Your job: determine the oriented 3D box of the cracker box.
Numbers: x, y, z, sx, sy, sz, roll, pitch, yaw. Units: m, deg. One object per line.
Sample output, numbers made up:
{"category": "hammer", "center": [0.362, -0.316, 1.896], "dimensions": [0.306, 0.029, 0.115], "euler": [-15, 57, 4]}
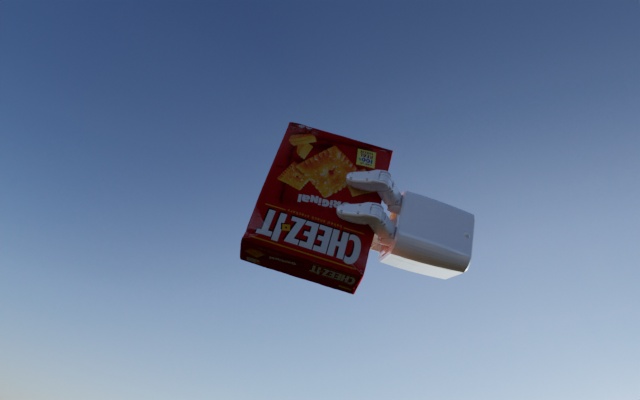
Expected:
{"category": "cracker box", "center": [0.000, 0.002, 0.673], "dimensions": [0.164, 0.213, 0.072], "euler": [17, -33, 1]}
